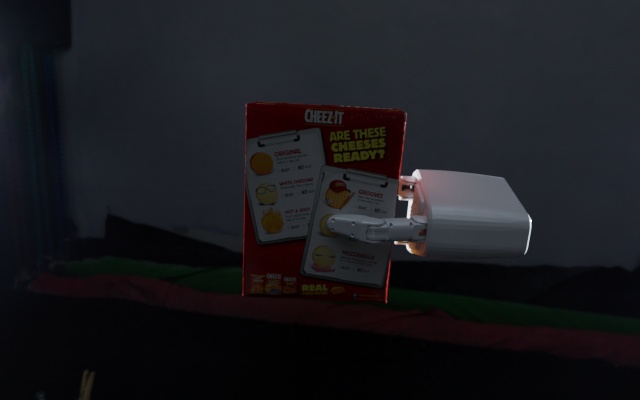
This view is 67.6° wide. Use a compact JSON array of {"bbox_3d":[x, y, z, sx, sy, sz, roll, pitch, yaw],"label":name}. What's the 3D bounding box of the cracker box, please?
[{"bbox_3d":[0.000,0.002,0.534,0.164,0.214,0.072,3,14,-2],"label":"cracker box"}]
